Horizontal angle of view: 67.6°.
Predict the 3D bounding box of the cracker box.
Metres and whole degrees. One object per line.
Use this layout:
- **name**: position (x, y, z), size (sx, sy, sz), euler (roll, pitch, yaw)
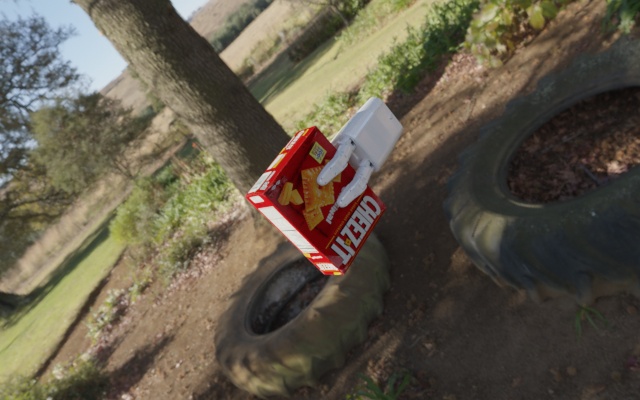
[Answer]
- **cracker box**: position (0.000, 0.003, 0.843), size (0.214, 0.164, 0.072), euler (46, -27, -22)
